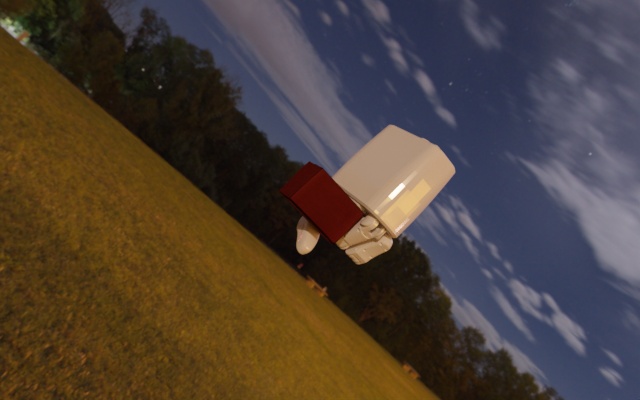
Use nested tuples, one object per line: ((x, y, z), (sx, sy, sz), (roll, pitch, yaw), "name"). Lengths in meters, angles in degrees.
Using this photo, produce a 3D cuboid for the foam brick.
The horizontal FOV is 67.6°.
((0.000, 0.002, 0.543), (0.078, 0.051, 0.053), (47, -4, -22), "foam brick")
